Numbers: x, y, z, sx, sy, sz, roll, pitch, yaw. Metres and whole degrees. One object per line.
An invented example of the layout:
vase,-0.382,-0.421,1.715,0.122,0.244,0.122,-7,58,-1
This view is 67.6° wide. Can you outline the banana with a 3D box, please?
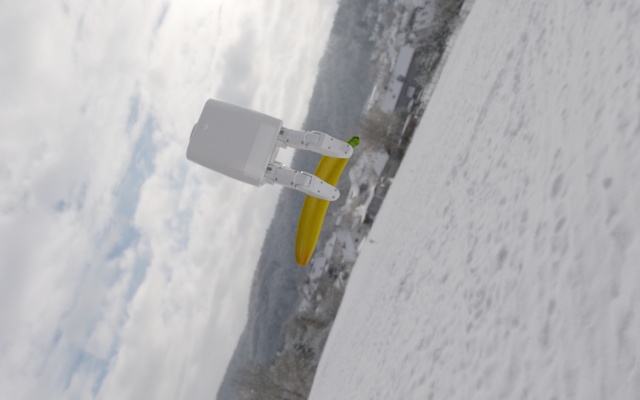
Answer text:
banana,0.000,-0.005,0.682,0.037,0.198,0.069,20,11,-9
